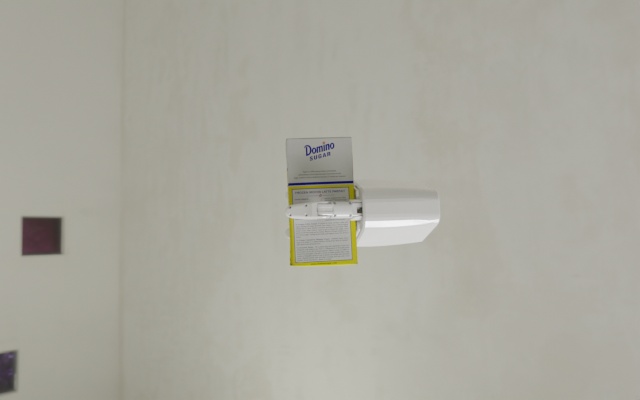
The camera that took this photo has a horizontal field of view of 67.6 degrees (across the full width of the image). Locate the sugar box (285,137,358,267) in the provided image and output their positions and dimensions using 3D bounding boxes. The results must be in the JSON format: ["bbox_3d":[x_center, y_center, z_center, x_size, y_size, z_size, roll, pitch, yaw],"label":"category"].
[{"bbox_3d":[0.000,0.002,0.665,0.093,0.176,0.048,-2,-5,-5],"label":"sugar box"}]
